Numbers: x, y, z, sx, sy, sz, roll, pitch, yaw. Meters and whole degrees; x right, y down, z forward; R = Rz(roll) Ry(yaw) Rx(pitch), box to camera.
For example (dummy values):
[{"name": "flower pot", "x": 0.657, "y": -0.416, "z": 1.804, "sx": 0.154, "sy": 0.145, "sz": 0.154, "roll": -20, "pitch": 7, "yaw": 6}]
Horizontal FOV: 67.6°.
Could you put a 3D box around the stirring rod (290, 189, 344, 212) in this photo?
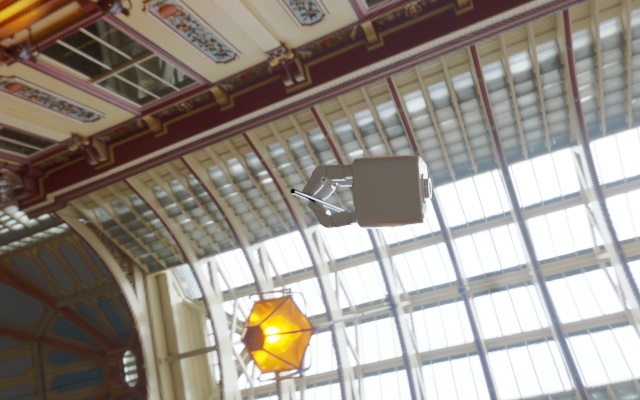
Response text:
[{"name": "stirring rod", "x": 0.000, "y": 0.003, "z": 0.833, "sx": 0.011, "sy": 0.011, "sz": 0.239, "roll": 0, "pitch": -8, "yaw": 21}]
